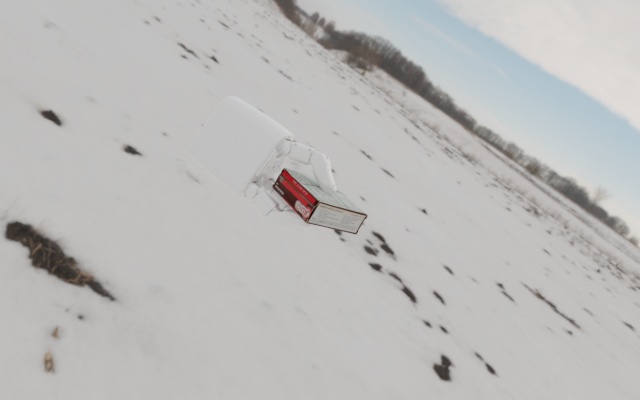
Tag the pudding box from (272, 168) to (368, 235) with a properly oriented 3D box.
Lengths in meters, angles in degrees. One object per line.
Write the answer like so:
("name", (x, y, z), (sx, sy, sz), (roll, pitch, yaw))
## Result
("pudding box", (0.000, 0.002, 0.670), (0.113, 0.039, 0.090), (14, 24, -47))
